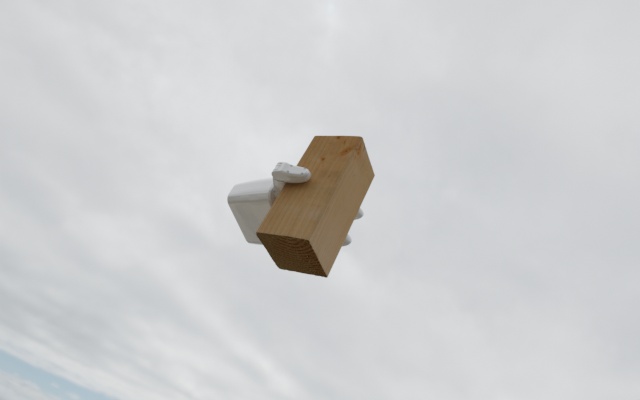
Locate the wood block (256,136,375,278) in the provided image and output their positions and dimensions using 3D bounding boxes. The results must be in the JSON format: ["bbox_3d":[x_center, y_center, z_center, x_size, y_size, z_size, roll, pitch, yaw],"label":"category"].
[{"bbox_3d":[0.000,0.002,0.728,0.090,0.206,0.091,6,-39,30],"label":"wood block"}]
